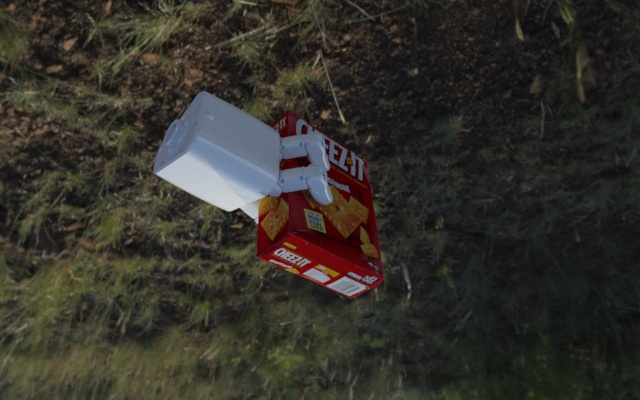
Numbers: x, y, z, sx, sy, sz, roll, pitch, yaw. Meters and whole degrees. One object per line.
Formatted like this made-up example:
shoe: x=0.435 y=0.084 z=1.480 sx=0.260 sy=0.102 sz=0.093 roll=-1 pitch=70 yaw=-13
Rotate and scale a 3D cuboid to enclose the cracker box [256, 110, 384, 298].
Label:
cracker box: x=0.000 y=0.002 z=0.642 sx=0.164 sy=0.213 sz=0.072 roll=30 pitch=-49 yaw=-33
